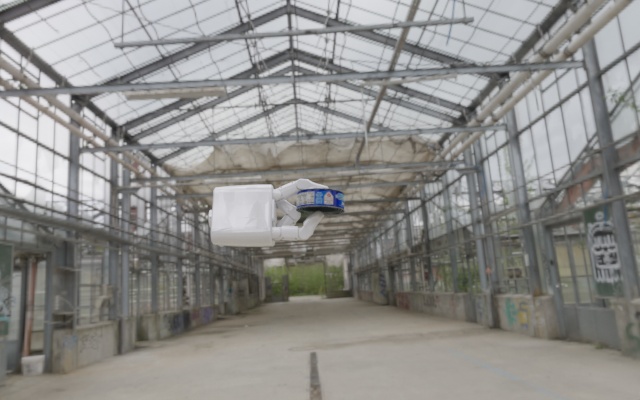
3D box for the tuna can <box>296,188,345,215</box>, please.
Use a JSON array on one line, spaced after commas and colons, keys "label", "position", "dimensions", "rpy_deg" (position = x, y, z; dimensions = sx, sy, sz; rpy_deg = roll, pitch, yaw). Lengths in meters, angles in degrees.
[{"label": "tuna can", "position": [0.000, 0.002, 0.846], "dimensions": [0.086, 0.033, 0.086], "rpy_deg": [2, -11, 0]}]
